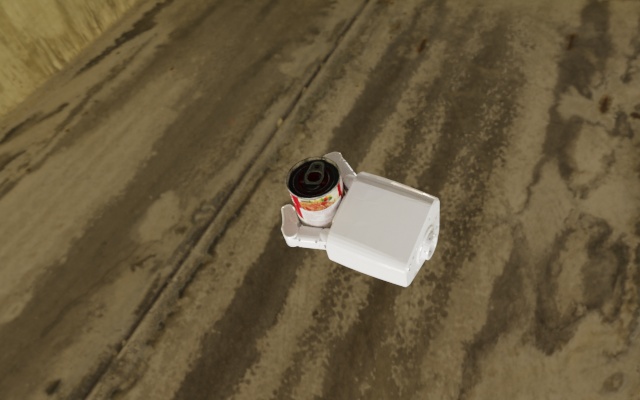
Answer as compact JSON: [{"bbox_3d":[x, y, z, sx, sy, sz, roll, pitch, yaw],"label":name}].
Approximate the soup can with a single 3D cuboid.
[{"bbox_3d":[0.000,0.002,0.618,0.068,0.068,0.102,0,-38,13],"label":"soup can"}]
